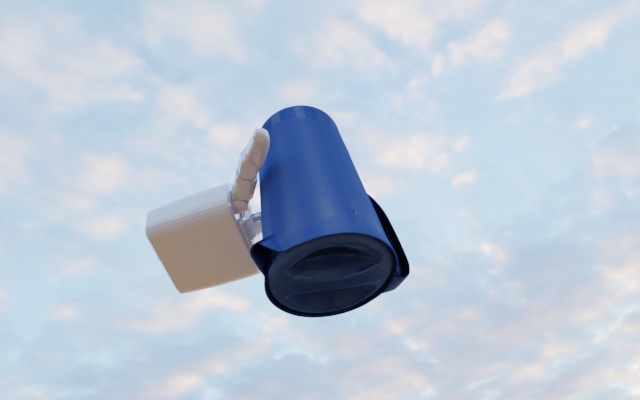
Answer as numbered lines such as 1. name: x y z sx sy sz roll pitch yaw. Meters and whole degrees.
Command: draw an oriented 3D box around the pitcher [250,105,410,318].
1. pitcher: 0.000 0.002 0.551 0.145 0.242 0.149 -19 -45 5
